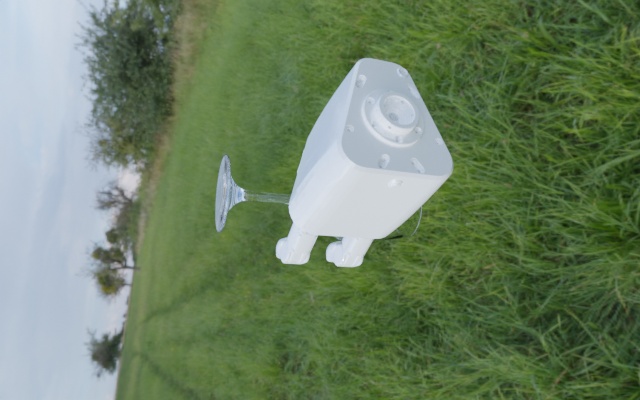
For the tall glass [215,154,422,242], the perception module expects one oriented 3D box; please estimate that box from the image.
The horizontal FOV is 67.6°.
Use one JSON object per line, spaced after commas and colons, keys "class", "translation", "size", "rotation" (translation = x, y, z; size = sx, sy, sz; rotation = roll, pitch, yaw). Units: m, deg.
{"class": "tall glass", "translation": [-0.001, 0.002, 0.484], "size": [0.201, 0.079, 0.079], "rotation": [5, -2, -19]}
